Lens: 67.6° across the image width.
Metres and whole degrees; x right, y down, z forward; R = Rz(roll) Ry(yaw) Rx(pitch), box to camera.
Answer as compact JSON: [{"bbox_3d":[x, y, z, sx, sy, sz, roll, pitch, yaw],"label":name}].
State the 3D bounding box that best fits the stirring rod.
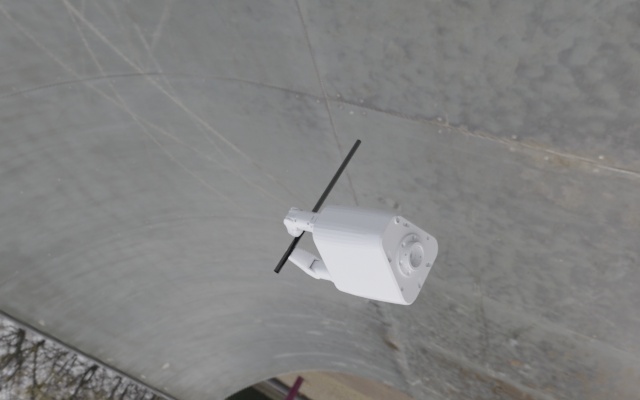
[{"bbox_3d":[0.000,0.002,0.684,0.011,0.239,0.011,27,-24,13],"label":"stirring rod"}]
